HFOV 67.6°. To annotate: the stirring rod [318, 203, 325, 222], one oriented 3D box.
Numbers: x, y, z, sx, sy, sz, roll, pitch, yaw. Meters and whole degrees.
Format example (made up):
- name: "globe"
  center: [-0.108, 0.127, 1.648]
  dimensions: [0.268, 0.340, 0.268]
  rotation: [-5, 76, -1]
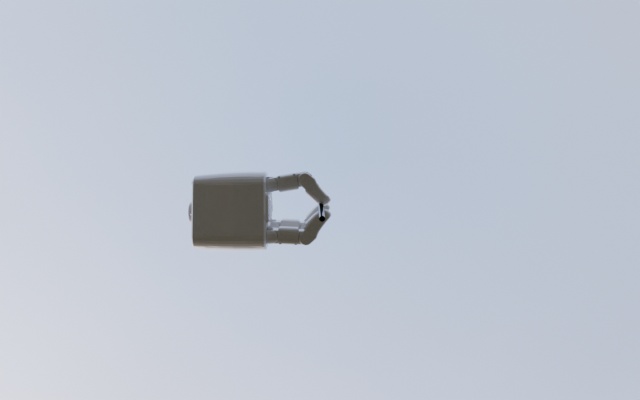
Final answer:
- name: "stirring rod"
  center: [0.000, 0.002, 0.729]
  dimensions: [0.011, 0.011, 0.239]
  rotation: [0, 10, -1]
